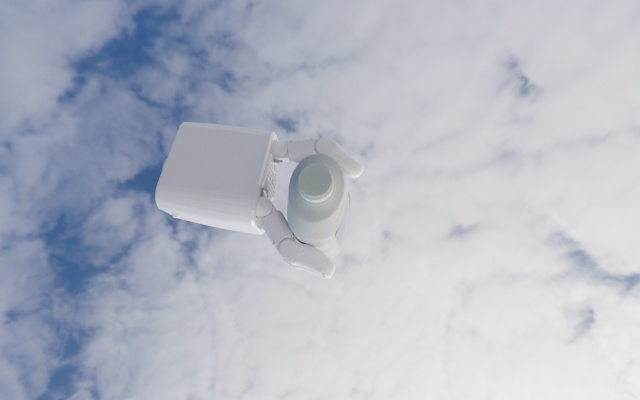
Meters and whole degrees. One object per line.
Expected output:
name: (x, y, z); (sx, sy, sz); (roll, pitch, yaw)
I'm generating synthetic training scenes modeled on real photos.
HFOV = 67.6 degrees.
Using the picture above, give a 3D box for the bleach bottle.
bleach bottle: (0.000, 0.002, 0.514); (0.068, 0.102, 0.251); (8, -12, 3)
